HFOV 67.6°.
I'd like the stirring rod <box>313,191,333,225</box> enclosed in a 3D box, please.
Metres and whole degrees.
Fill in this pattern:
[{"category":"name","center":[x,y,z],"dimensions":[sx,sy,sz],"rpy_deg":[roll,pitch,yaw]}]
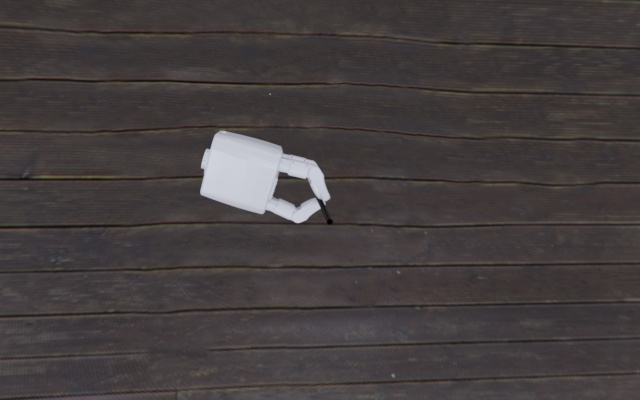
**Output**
[{"category":"stirring rod","center":[0.000,0.002,0.746],"dimensions":[0.011,0.011,0.239],"rpy_deg":[0,12,-6]}]
